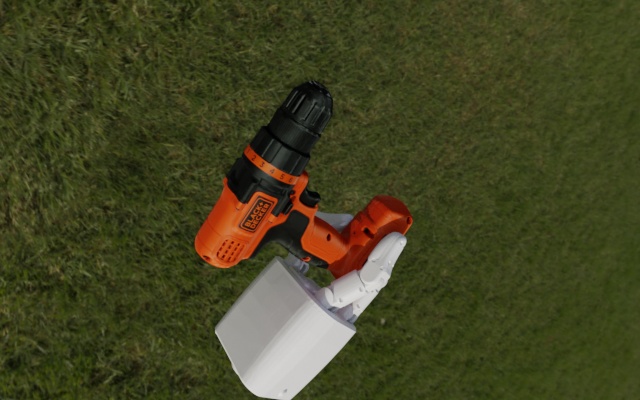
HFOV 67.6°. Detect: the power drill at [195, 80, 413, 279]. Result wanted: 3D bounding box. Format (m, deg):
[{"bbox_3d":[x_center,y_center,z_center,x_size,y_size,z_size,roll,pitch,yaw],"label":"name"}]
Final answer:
[{"bbox_3d":[0.000,0.002,0.455,0.188,0.184,0.057,26,18,-35],"label":"power drill"}]
